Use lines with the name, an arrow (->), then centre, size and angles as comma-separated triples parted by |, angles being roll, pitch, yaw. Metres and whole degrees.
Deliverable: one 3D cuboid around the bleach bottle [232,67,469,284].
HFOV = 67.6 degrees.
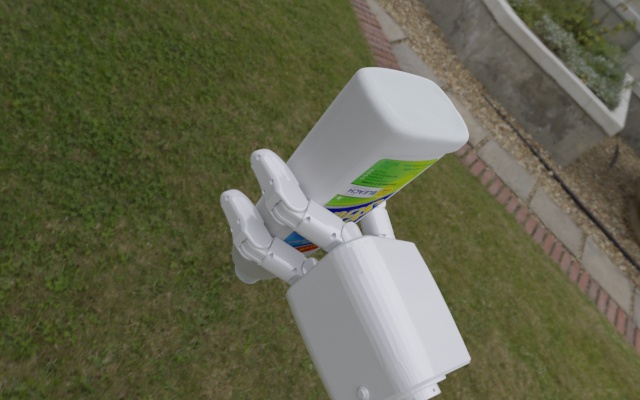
bleach bottle -> 0.000, 0.001, 0.409 | 0.102, 0.068, 0.251 | -3, -32, -42
